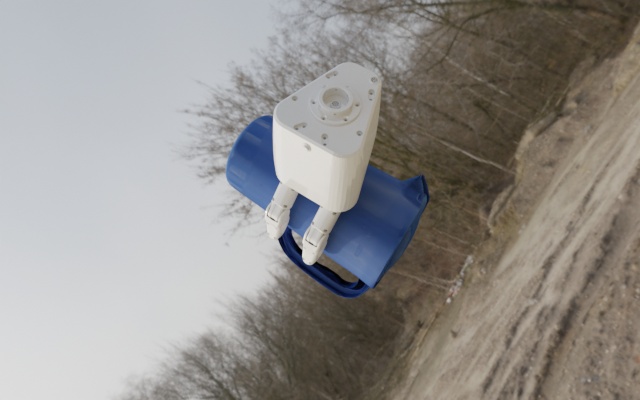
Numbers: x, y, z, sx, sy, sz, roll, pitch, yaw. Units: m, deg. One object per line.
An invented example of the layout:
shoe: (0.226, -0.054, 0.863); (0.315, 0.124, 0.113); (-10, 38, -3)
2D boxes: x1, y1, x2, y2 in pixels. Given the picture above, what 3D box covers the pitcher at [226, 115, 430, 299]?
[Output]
pitcher: (0.000, 0.002, 0.606); (0.243, 0.149, 0.145); (31, -23, 14)
